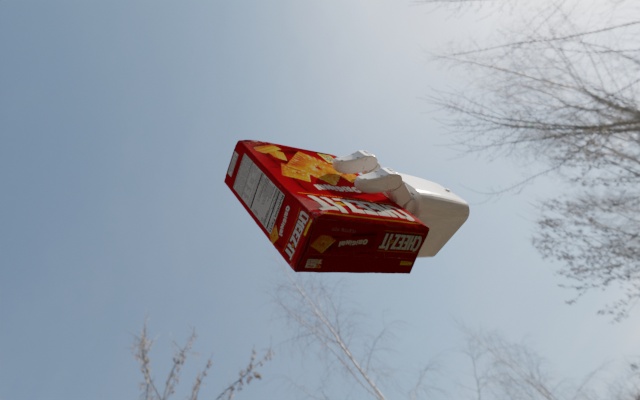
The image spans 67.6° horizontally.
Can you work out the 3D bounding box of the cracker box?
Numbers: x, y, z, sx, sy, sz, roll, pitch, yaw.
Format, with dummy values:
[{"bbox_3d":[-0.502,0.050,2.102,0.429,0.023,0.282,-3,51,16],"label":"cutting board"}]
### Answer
[{"bbox_3d":[0.000,0.002,0.581,0.164,0.072,0.213,6,23,-35],"label":"cracker box"}]
